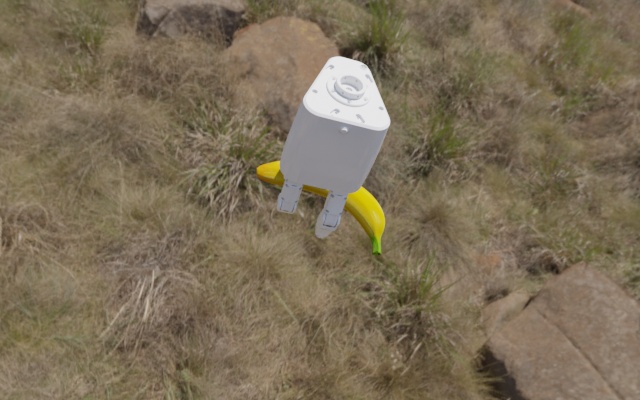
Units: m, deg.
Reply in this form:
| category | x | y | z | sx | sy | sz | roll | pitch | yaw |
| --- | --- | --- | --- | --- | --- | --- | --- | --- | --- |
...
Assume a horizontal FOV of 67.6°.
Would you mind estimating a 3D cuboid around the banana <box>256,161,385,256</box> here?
| category | x | y | z | sx | sy | sz | roll | pitch | yaw |
| --- | --- | --- | --- | --- | --- | --- | --- | --- | --- |
| banana | 0.012 | -0.009 | 0.636 | 0.198 | 0.069 | 0.037 | 33 | -34 | 4 |
